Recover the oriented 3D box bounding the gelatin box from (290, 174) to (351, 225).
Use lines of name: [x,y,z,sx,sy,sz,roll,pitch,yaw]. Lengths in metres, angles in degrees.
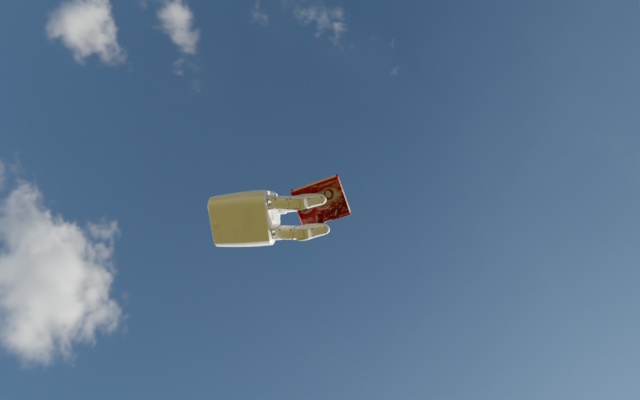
gelatin box: [0.000,0.003,0.841,0.089,0.073,0.030,-18,12,5]
